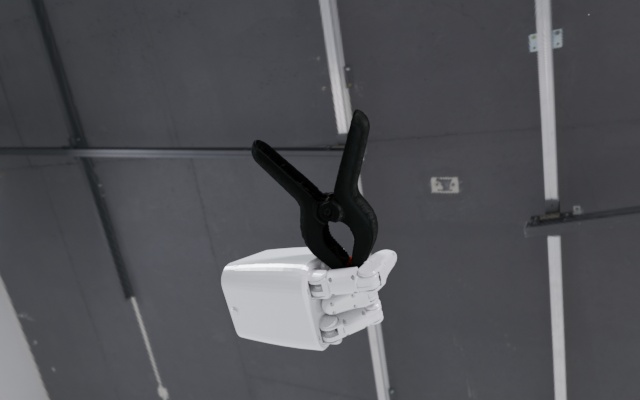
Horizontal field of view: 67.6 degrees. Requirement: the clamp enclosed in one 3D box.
[{"bbox_3d":[0.000,0.001,0.474,0.120,0.171,0.039,-2,18,24],"label":"clamp"}]
